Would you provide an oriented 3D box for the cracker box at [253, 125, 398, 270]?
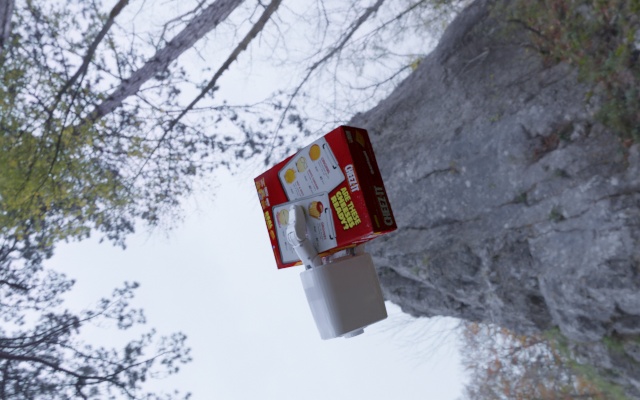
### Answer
[{"bbox_3d":[0.000,0.003,0.751,0.214,0.164,0.072,-26,-15,40],"label":"cracker box"}]
